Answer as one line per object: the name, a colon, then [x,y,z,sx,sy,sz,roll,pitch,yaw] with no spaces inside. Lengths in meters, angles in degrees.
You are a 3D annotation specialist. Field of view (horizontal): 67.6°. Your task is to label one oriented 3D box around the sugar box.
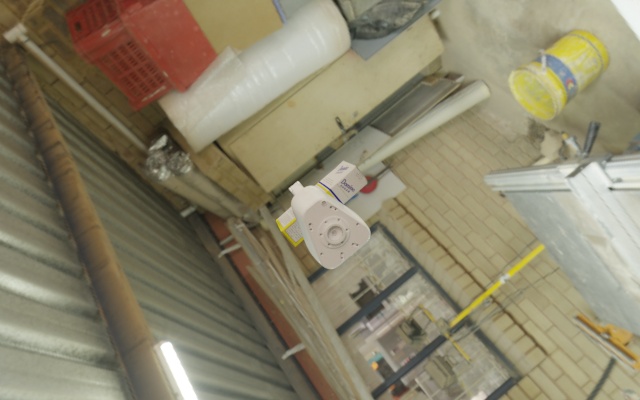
sugar box: [0.000,0.003,0.880,0.176,0.048,0.093,-39,16,-2]
